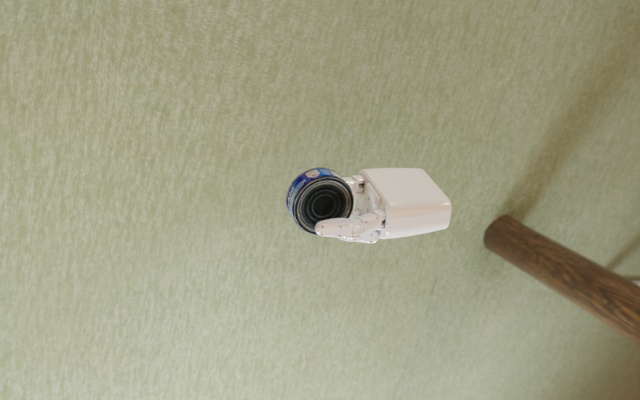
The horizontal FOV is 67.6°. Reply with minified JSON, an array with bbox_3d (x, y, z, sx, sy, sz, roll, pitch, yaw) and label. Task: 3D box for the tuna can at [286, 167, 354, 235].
[{"bbox_3d":[0.000,0.002,0.629,0.086,0.086,0.033,0,23,-20],"label":"tuna can"}]
